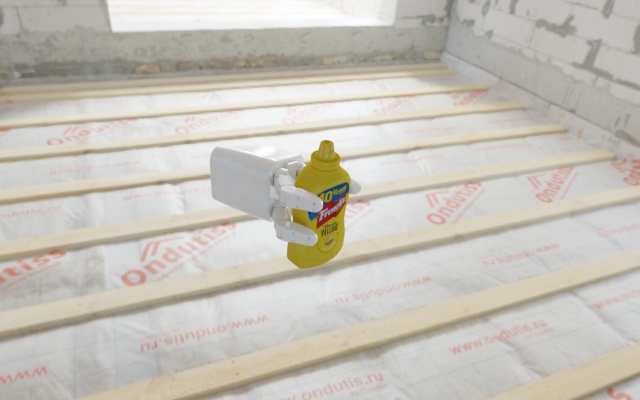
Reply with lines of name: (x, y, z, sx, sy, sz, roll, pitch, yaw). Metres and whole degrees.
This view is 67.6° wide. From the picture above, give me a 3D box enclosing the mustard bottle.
mustard bottle: (0.000, 0.003, 0.685, 0.096, 0.192, 0.058, -22, 42, -36)
